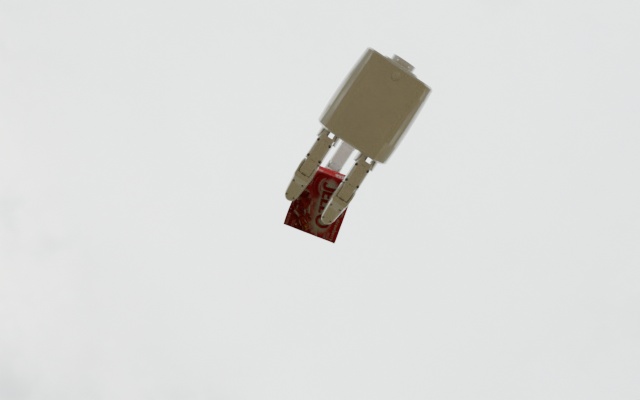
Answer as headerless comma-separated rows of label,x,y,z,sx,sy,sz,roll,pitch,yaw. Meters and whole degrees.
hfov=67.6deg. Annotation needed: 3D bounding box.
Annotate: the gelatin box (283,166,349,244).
gelatin box,0.000,0.002,0.620,0.073,0.089,0.030,21,22,2
